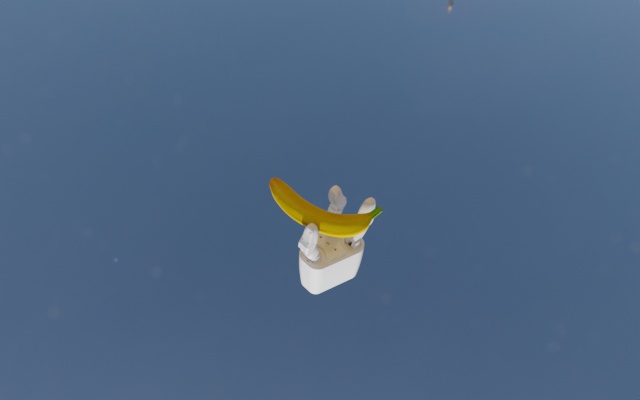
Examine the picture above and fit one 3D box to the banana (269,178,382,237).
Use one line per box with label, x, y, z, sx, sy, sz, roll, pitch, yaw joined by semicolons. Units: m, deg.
banana;-0.003;0.018;0.785;0.198;0.069;0.037;17;-32;11
